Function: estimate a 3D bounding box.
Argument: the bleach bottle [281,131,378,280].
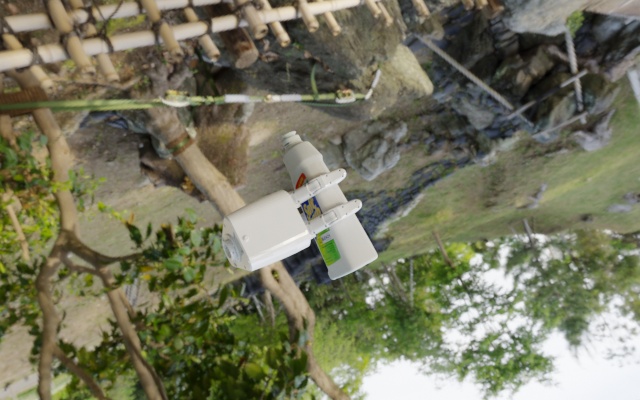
[{"bbox_3d":[0.000,0.003,0.800,0.068,0.251,0.102,-24,-8,-27],"label":"bleach bottle"}]
